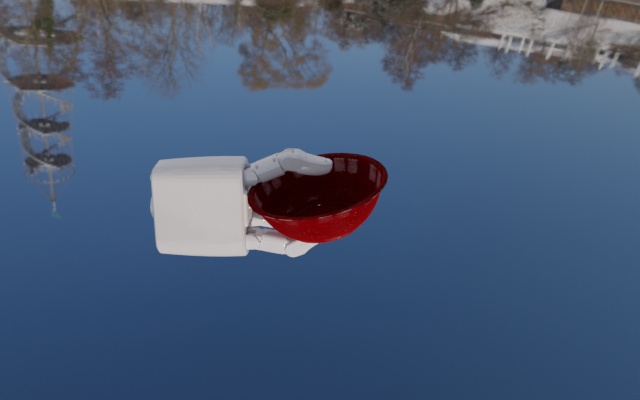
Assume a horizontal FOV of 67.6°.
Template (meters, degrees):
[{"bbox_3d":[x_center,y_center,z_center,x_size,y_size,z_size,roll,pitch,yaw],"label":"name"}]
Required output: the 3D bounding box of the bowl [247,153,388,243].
[{"bbox_3d":[0.001,0.002,0.553,0.162,0.055,0.162,-9,28,5],"label":"bowl"}]
